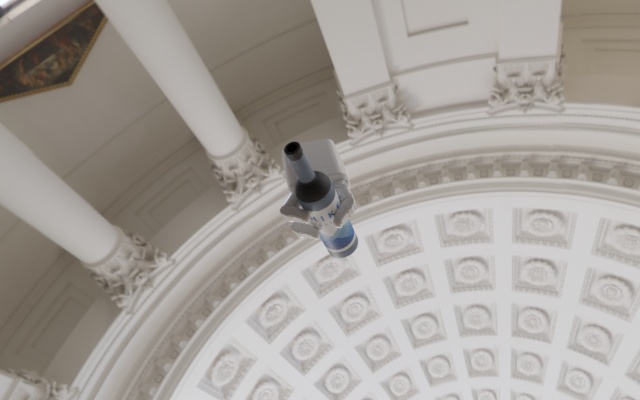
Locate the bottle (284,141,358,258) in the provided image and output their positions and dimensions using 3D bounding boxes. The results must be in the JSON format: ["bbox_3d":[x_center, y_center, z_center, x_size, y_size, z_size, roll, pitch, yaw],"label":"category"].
[{"bbox_3d":[0.000,0.003,0.856,0.069,0.069,0.296,0,-35,22],"label":"bottle"}]
